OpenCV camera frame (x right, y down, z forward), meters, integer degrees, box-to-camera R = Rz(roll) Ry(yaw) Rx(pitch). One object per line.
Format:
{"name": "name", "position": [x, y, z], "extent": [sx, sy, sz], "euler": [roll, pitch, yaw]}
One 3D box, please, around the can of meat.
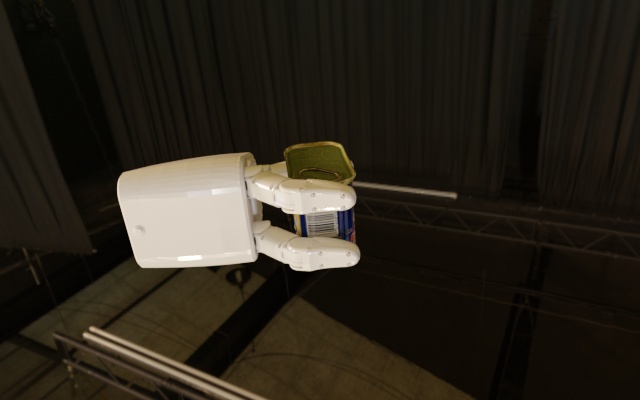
{"name": "can of meat", "position": [0.000, 0.002, 0.447], "extent": [0.057, 0.084, 0.102], "euler": [-7, 26, -5]}
